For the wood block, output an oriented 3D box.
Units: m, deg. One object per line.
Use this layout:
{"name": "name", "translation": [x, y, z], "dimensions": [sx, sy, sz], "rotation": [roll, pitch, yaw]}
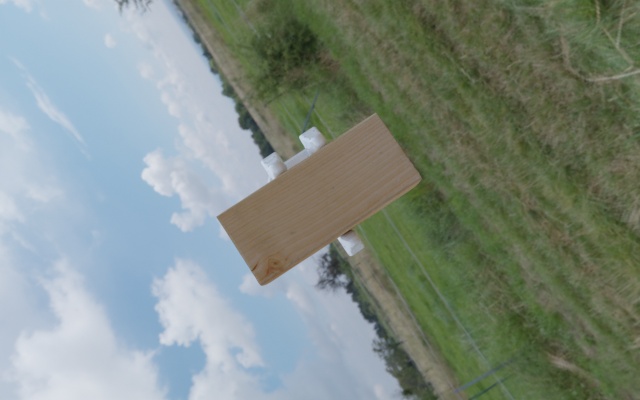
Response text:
{"name": "wood block", "translation": [0.000, 0.002, 0.549], "dimensions": [0.206, 0.091, 0.090], "rotation": [-34, -7, -3]}
